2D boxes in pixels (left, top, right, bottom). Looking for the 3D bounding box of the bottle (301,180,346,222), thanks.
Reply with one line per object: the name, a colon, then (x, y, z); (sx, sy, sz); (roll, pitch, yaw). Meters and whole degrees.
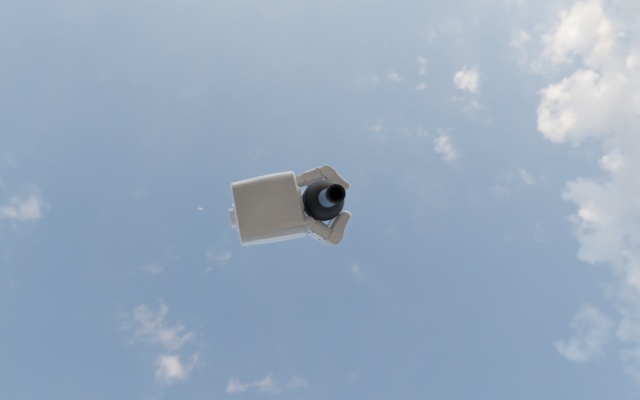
bottle: (0.000, 0.003, 0.803); (0.069, 0.069, 0.296); (0, -5, -8)
